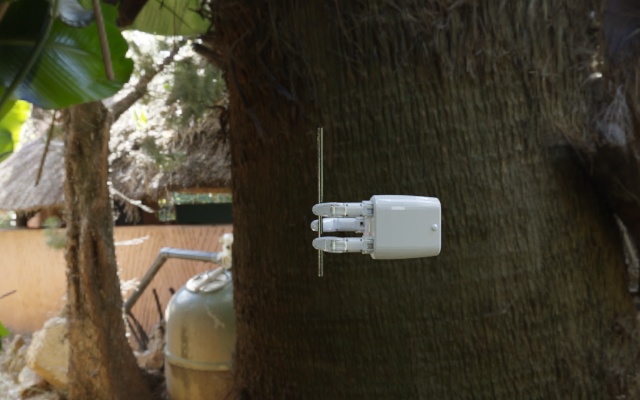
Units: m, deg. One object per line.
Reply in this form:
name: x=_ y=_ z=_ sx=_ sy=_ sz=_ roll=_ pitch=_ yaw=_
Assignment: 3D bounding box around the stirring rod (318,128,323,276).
stirring rod: x=0.000 y=0.003 z=0.778 sx=0.011 sy=0.239 sz=0.011 roll=0 pitch=1 yaw=0
